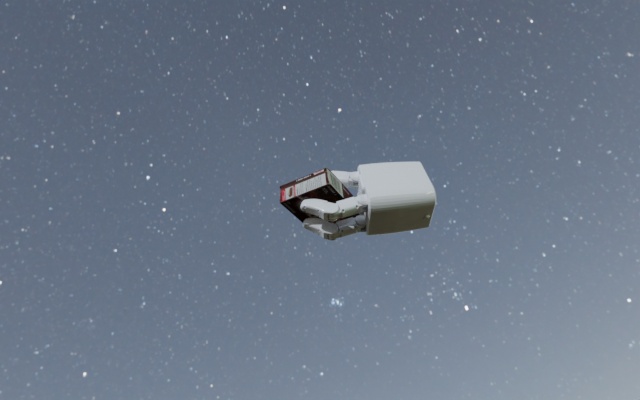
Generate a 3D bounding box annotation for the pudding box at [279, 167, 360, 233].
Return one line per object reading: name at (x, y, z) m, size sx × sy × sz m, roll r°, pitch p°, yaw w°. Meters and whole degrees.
pudding box at (0.000, 0.002, 0.773) m, size 0.090 × 0.039 × 0.113 m, roll -21°, pitch -40°, yaw 21°
